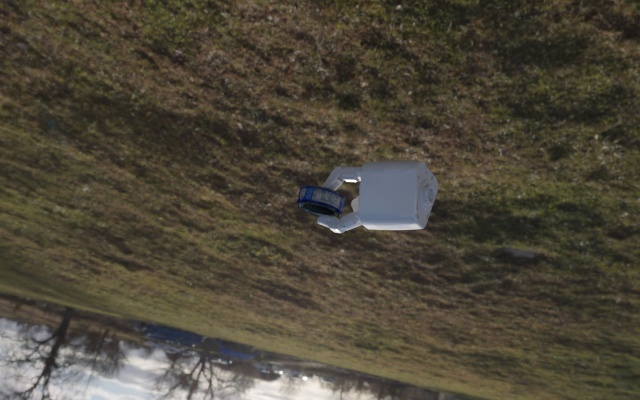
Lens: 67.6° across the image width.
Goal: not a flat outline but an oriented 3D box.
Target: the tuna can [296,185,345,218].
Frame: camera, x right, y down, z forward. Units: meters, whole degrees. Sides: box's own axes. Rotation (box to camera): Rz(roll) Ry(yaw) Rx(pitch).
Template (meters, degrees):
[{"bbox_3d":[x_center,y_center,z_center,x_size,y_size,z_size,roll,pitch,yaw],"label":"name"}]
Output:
[{"bbox_3d":[0.000,0.003,0.870,0.086,0.033,0.086,14,-15,4],"label":"tuna can"}]
